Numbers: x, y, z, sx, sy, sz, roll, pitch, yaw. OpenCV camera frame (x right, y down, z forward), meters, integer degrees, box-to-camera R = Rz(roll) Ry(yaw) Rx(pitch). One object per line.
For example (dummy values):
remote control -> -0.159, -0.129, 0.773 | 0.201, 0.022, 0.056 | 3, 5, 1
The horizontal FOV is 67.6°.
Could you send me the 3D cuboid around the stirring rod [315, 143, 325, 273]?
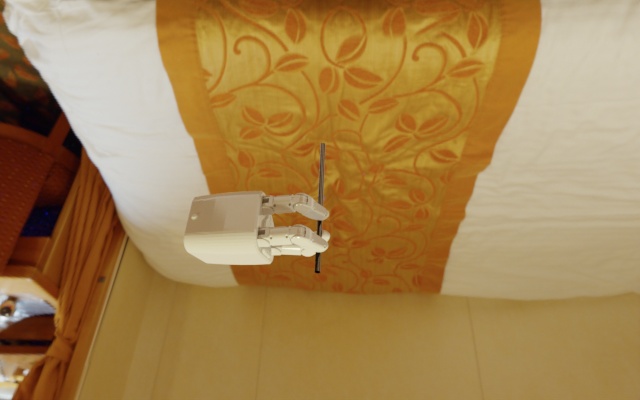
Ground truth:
stirring rod -> 0.000, 0.002, 0.733 | 0.011, 0.239, 0.011 | 2, -36, 1
